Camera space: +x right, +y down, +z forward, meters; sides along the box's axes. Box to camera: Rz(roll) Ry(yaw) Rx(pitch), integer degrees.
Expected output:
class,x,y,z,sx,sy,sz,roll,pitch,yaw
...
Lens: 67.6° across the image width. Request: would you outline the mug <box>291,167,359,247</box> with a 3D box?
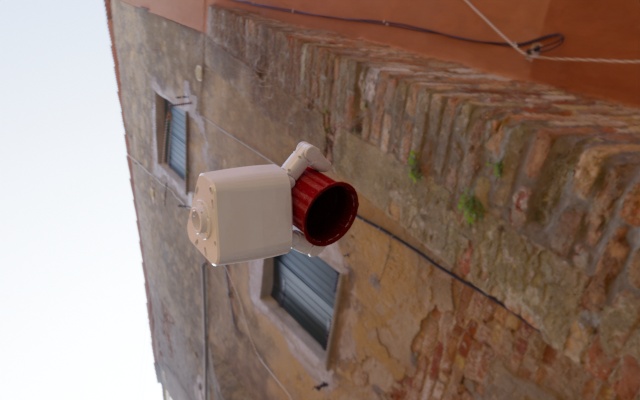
class,x,y,z,sx,sy,sz,roll,pitch,yaw
mug,0.001,0.002,0.659,0.117,0.093,0.081,-8,28,-38
